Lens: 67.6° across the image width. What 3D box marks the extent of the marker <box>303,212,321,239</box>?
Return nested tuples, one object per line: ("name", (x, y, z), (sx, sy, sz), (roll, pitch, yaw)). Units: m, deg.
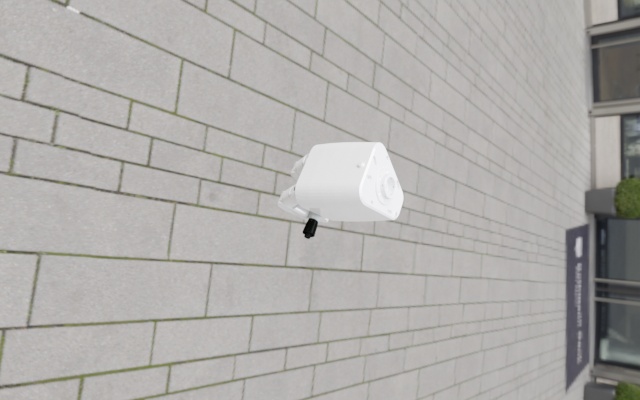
("marker", (0.000, 0.002, 0.714), (0.020, 0.121, 0.020), (17, -25, 8))
